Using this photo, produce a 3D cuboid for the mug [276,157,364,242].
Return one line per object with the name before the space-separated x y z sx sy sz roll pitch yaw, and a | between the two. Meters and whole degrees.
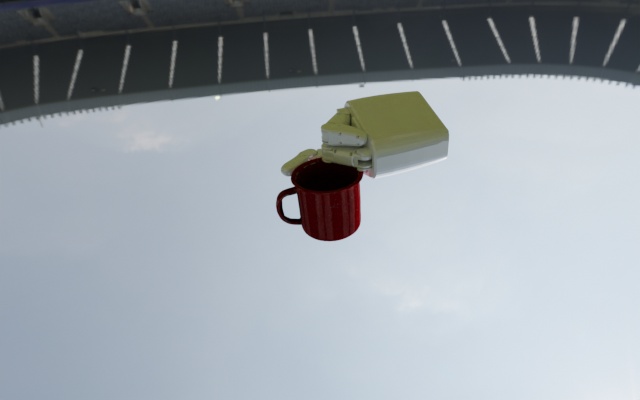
mug | -0.001 0.003 0.626 0.117 0.082 0.093 -12 33 -10
